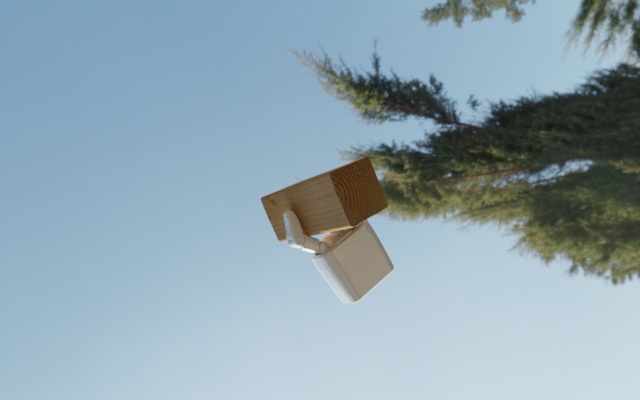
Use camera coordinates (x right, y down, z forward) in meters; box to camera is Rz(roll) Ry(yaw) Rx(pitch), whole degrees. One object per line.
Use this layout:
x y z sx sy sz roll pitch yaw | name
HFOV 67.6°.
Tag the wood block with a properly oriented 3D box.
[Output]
0.000 0.003 0.802 0.091 0.090 0.206 -26 6 -38 | wood block
